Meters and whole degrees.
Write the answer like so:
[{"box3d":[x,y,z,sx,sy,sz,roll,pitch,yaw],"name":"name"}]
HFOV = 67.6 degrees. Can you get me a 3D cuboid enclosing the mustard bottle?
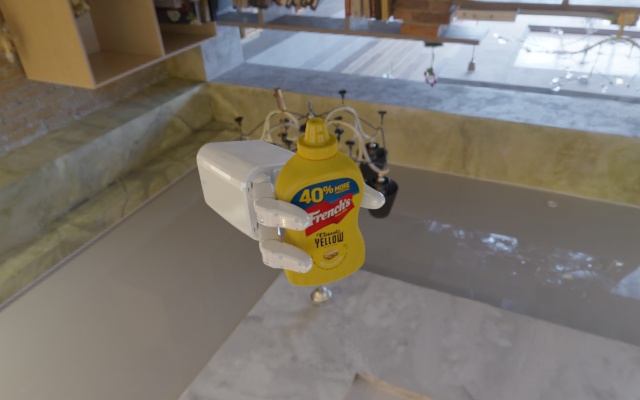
[{"box3d":[0.000,0.002,0.520,0.096,0.192,0.058,-13,34,-14],"name":"mustard bottle"}]
